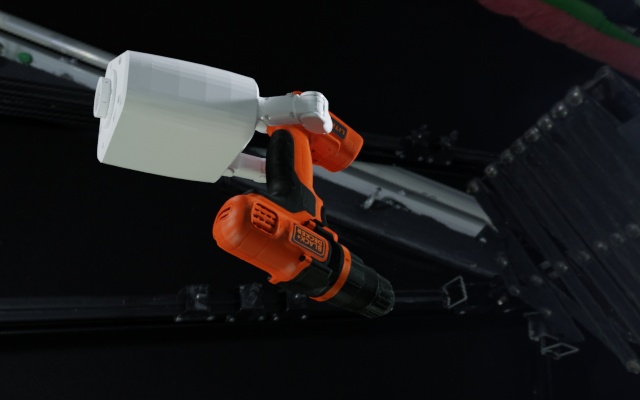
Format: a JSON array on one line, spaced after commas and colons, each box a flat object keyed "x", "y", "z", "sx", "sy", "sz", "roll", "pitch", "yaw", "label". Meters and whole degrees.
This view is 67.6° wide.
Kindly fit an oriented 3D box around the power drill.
[{"x": 0.000, "y": 0.001, "z": 0.443, "sx": 0.184, "sy": 0.187, "sz": 0.057, "roll": 33, "pitch": -48, "yaw": -30, "label": "power drill"}]
